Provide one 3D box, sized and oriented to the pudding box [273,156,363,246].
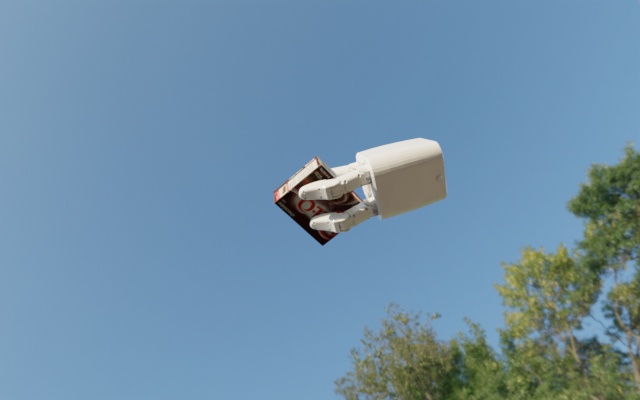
[{"bbox_3d":[0.000,0.002,0.706,0.090,0.113,0.039,-39,27,14],"label":"pudding box"}]
